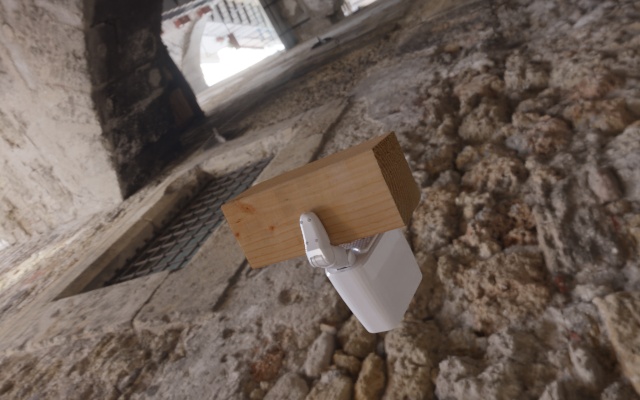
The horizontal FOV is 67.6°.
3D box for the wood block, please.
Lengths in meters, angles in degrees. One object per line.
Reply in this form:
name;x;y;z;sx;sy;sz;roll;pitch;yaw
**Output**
wood block;0.000;0.002;0.565;0.206;0.090;0.090;-19;12;28
